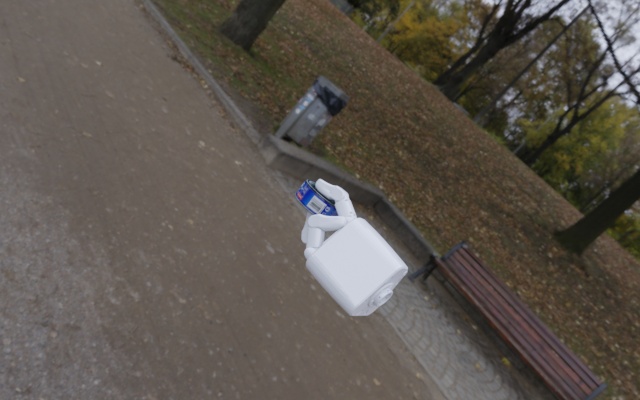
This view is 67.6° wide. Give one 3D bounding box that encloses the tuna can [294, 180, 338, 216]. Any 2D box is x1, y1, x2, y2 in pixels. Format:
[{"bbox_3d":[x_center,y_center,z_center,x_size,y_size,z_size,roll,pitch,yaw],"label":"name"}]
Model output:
[{"bbox_3d":[0.000,0.002,0.804,0.086,0.034,0.086,36,11,-8],"label":"tuna can"}]
